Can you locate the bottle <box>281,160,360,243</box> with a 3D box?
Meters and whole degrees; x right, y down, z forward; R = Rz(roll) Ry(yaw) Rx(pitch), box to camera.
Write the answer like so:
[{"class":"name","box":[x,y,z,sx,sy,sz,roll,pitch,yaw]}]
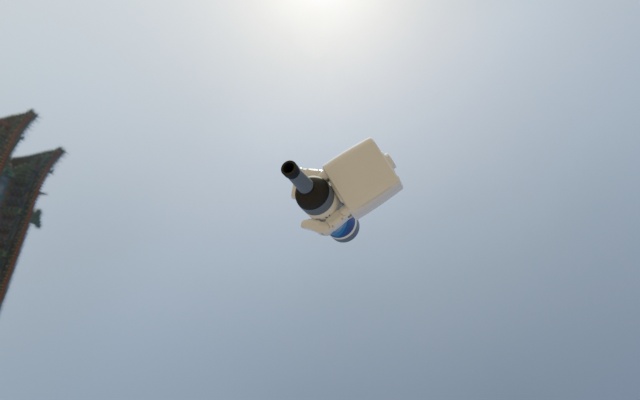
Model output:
[{"class":"bottle","box":[0.000,0.003,0.880,0.069,0.069,0.296,0,-22,22]}]
